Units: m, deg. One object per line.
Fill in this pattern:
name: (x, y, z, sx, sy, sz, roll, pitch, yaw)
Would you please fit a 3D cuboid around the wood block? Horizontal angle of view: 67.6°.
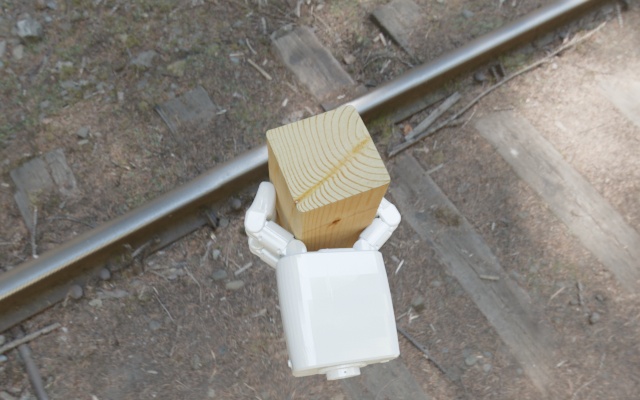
wood block: (0.001, 0.002, 0.521, 0.091, 0.090, 0.206, -19, -21, -12)
